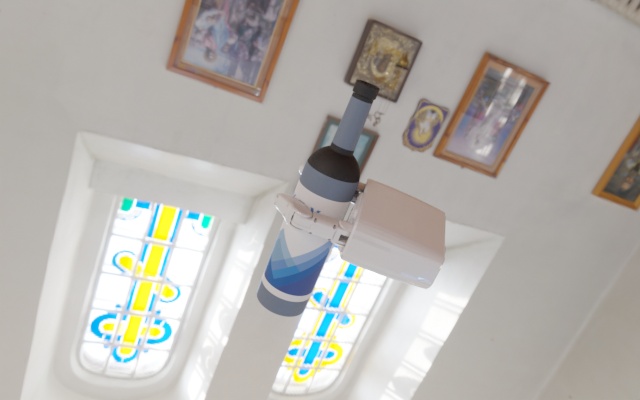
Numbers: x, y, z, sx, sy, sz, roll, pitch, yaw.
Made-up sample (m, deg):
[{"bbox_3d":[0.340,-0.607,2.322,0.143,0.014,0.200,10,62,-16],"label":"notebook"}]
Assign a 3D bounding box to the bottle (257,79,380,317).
[{"bbox_3d":[0.000,0.002,0.567,0.069,0.296,0.069,19,21,-8],"label":"bottle"}]
